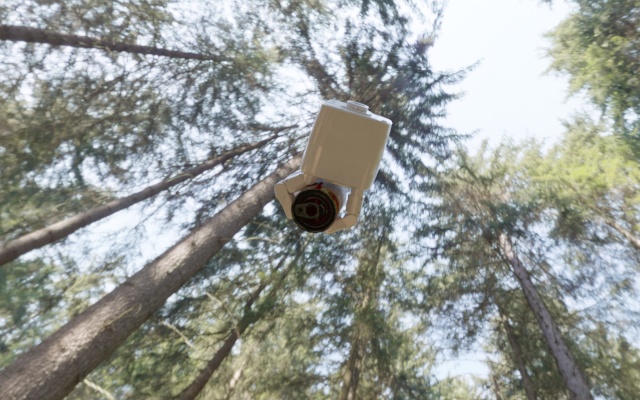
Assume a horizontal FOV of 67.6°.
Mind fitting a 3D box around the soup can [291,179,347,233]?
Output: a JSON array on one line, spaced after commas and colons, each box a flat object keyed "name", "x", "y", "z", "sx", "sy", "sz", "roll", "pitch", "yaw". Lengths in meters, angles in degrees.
[{"name": "soup can", "x": 0.000, "y": 0.003, "z": 0.739, "sx": 0.068, "sy": 0.068, "sz": 0.102, "roll": 0, "pitch": 15, "yaw": 13}]
